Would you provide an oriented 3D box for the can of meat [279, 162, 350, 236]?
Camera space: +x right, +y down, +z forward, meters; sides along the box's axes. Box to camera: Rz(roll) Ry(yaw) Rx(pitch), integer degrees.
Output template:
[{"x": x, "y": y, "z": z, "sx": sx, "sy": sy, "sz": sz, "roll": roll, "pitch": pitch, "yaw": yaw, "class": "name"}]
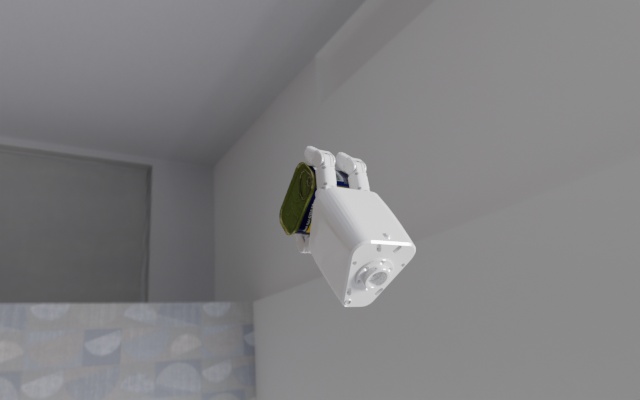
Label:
[{"x": 0.000, "y": 0.002, "z": 0.678, "sx": 0.084, "sy": 0.102, "sz": 0.057, "roll": 7, "pitch": 28, "yaw": -30, "class": "can of meat"}]
